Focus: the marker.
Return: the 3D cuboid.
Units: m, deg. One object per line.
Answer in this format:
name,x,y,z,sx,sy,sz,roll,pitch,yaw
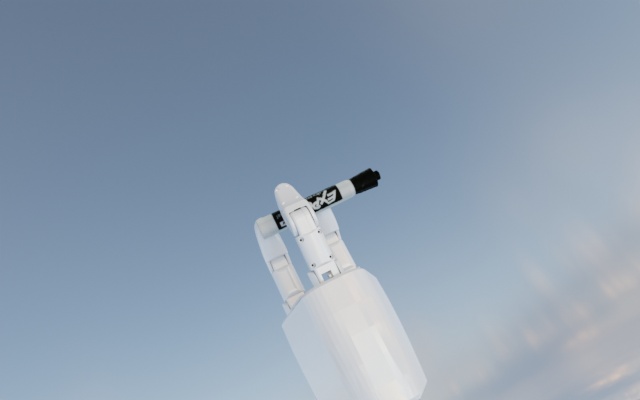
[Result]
marker,0.000,0.001,0.433,0.121,0.020,0.020,-25,4,-10
